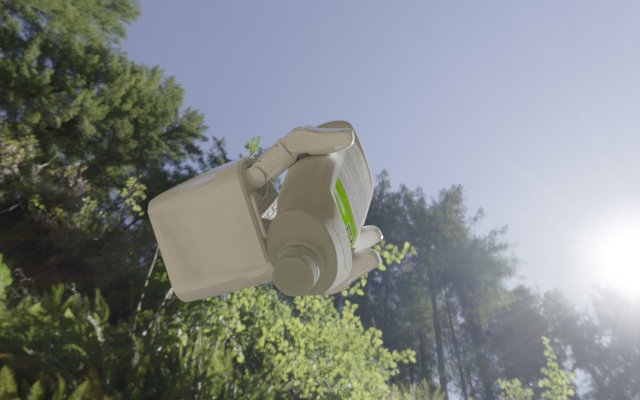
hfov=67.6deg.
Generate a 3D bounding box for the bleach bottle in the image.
[{"bbox_3d":[0.000,0.001,0.424,0.068,0.102,0.250,-19,15,16],"label":"bleach bottle"}]
